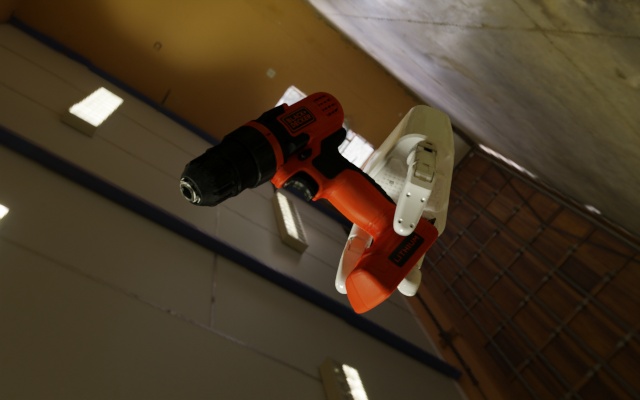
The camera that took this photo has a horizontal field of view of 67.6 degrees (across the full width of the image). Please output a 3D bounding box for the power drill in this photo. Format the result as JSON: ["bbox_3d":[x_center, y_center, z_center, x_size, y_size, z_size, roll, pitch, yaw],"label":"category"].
[{"bbox_3d":[0.001,0.002,0.412,0.184,0.187,0.057,-38,-5,-38],"label":"power drill"}]
